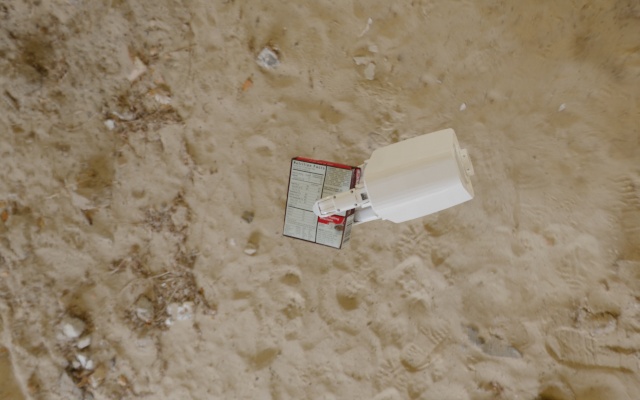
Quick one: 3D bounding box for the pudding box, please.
[{"bbox_3d":[0.000,0.002,0.645,0.090,0.113,0.039,13,11,19],"label":"pudding box"}]
